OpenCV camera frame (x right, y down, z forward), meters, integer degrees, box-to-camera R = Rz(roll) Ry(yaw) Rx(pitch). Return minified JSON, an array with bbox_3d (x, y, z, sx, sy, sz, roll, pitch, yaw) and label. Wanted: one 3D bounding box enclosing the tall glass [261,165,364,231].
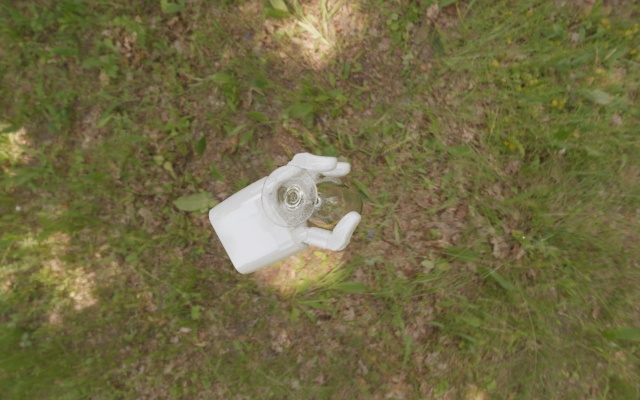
[{"bbox_3d":[0.000,0.002,0.656,0.079,0.079,0.201,0,-4,23],"label":"tall glass"}]
